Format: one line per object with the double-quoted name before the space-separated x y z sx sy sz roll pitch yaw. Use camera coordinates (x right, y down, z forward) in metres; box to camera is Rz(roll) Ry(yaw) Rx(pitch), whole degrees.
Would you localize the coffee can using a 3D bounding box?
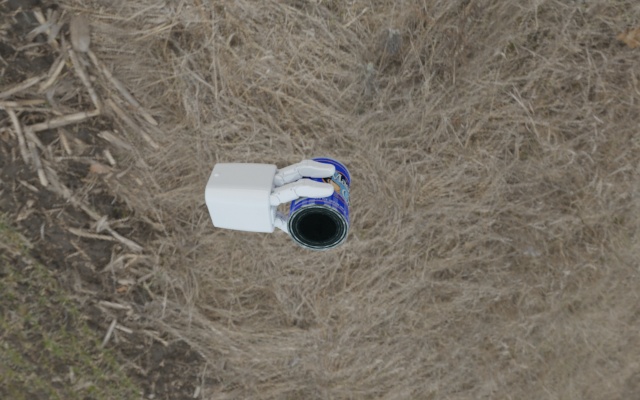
"coffee can" 0.000 0.003 0.834 0.103 0.103 0.140 0 38 5
